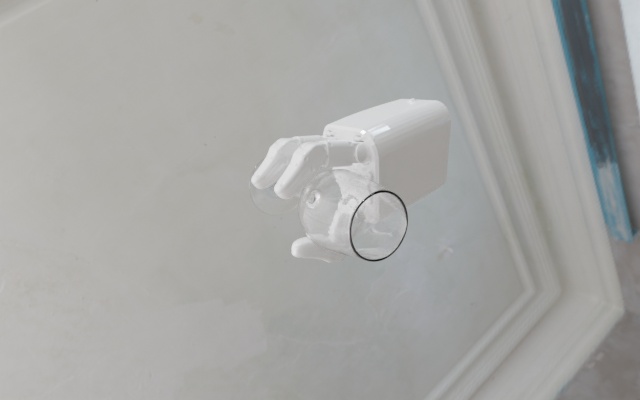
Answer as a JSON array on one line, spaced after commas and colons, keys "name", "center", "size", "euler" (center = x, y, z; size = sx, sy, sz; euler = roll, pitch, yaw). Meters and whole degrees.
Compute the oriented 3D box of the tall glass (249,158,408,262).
[{"name": "tall glass", "center": [0.000, 0.002, 0.483], "size": [0.079, 0.079, 0.201], "euler": [0, 12, -31]}]
